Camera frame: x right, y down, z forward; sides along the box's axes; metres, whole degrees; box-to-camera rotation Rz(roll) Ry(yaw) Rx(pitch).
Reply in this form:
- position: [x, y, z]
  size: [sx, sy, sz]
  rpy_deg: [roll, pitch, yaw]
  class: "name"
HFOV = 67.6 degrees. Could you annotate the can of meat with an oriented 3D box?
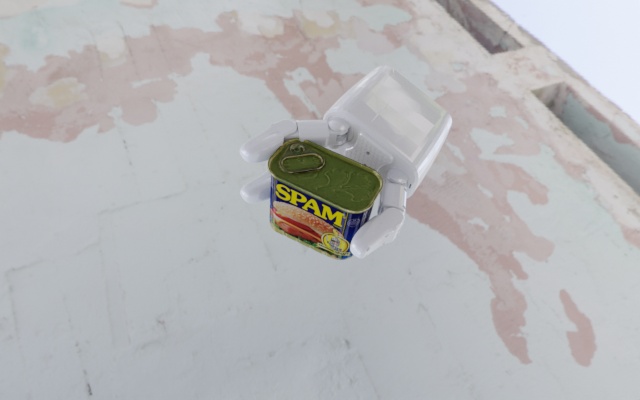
- position: [0.000, 0.002, 0.453]
  size: [0.102, 0.057, 0.084]
  rpy_deg: [25, -38, 13]
  class: "can of meat"
